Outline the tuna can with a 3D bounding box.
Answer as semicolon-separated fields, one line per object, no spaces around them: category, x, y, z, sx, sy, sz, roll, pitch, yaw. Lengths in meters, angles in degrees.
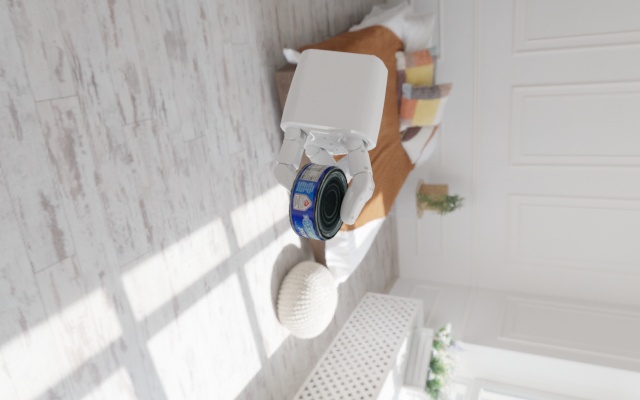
tuna can;0.001;0.002;0.538;0.034;0.086;0.086;9;4;26
